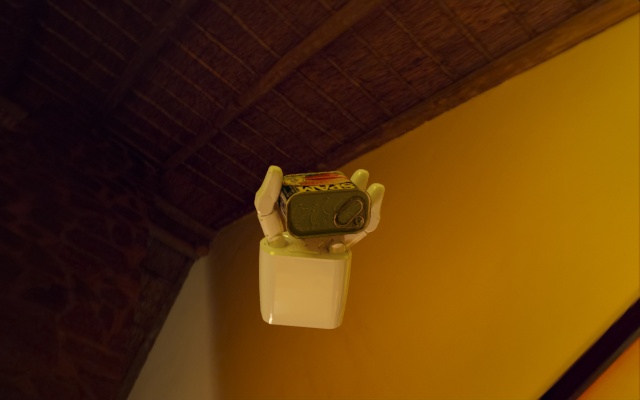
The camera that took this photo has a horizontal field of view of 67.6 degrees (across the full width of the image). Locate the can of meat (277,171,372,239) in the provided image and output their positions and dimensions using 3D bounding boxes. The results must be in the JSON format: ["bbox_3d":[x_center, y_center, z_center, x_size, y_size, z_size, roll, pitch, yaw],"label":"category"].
[{"bbox_3d":[0.000,0.002,0.585,0.102,0.057,0.084,-5,20,-14],"label":"can of meat"}]
